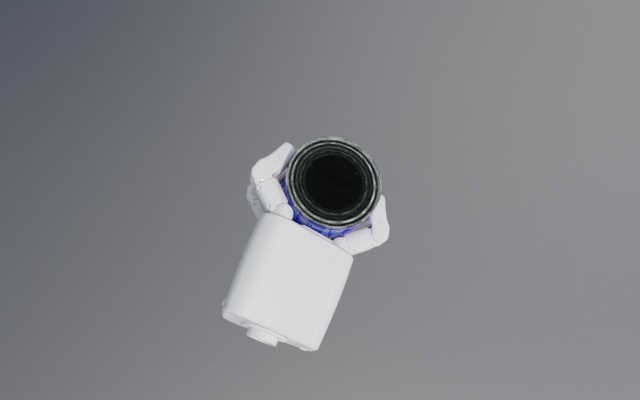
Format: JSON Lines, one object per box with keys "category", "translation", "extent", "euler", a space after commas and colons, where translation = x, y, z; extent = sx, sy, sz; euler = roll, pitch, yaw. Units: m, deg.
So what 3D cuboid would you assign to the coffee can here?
{"category": "coffee can", "translation": [0.000, 0.002, 0.560], "extent": [0.103, 0.102, 0.140], "euler": [0, -19, -13]}
